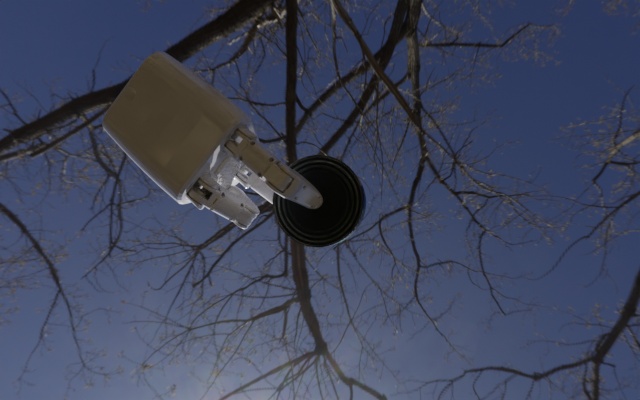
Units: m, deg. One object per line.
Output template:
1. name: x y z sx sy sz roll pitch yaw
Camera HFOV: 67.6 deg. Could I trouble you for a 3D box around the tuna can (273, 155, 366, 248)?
1. tuna can: 0.000 0.002 0.456 0.086 0.086 0.034 0 -4 12
